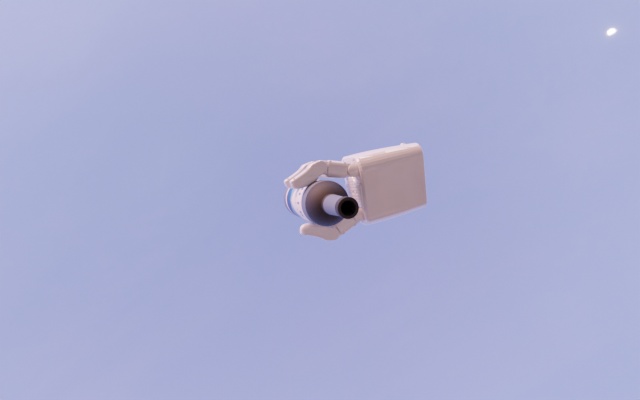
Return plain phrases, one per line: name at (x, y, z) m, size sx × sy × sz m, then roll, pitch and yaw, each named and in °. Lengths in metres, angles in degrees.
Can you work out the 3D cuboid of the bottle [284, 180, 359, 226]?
bottle at (0.000, 0.002, 0.719) m, size 0.069 × 0.069 × 0.295 m, roll 0°, pitch 3°, yaw -13°
